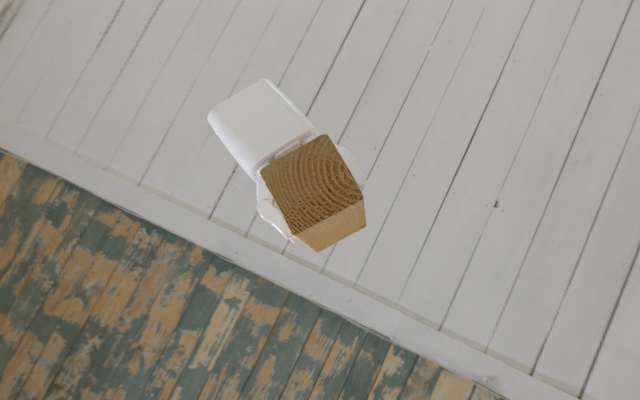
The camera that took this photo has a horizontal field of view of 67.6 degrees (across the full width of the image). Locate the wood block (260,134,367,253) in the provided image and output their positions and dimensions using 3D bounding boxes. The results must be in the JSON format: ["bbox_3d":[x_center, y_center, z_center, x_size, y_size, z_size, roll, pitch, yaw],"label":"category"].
[{"bbox_3d":[0.000,0.002,0.627,0.091,0.090,0.206,-29,-13,0],"label":"wood block"}]
